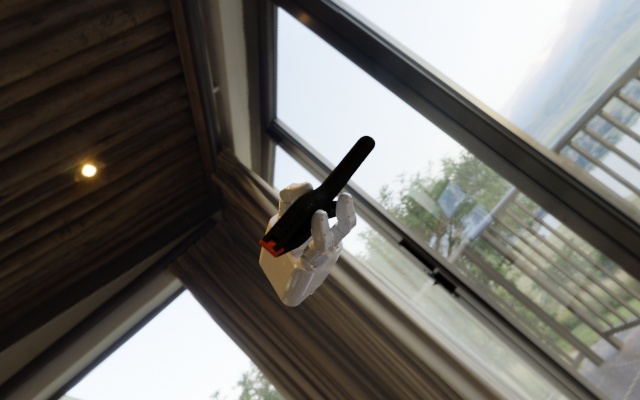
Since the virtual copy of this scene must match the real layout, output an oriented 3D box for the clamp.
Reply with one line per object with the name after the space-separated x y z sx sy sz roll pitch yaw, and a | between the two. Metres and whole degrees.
-0.001 0.002 0.670 0.036 0.165 0.210 37 47 19 | clamp
